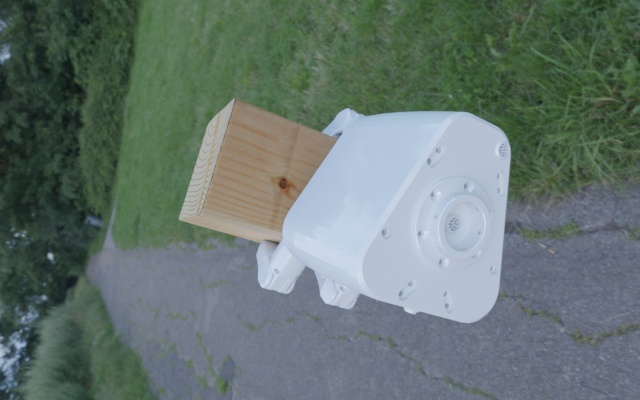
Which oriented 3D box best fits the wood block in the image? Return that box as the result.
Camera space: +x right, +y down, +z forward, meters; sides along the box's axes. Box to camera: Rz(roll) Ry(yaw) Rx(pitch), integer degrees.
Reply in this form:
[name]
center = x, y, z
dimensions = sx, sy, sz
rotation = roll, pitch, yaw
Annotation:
[wood block]
center = 0.000, 0.001, 0.409
dimensions = 0.206, 0.091, 0.090
rotation = 19, -13, -23
